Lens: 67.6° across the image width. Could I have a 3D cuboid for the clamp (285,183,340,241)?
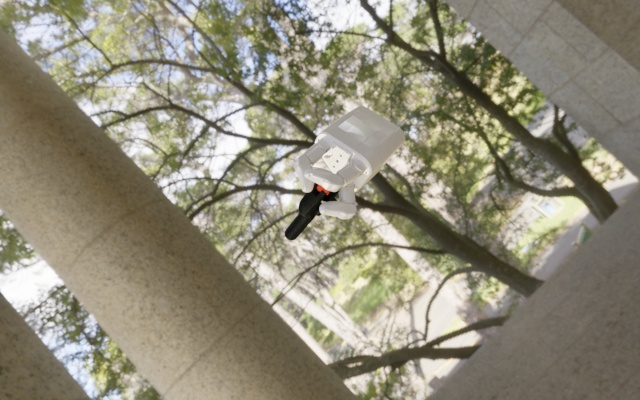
[{"bbox_3d":[0.000,0.002,0.828,0.120,0.039,0.171,-41,-8,-30],"label":"clamp"}]
